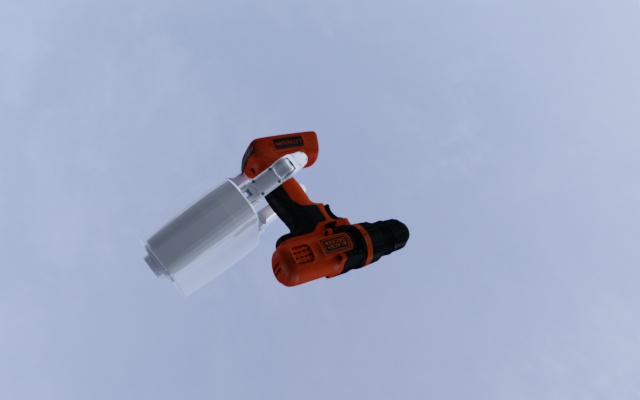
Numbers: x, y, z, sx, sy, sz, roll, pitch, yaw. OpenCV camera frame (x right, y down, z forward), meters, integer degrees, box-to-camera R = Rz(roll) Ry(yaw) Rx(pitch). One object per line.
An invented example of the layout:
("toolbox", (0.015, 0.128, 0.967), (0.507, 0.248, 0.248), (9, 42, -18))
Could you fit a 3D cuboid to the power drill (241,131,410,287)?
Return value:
("power drill", (0.000, 0.002, 0.577), (0.184, 0.187, 0.057), (-12, -31, -34))
